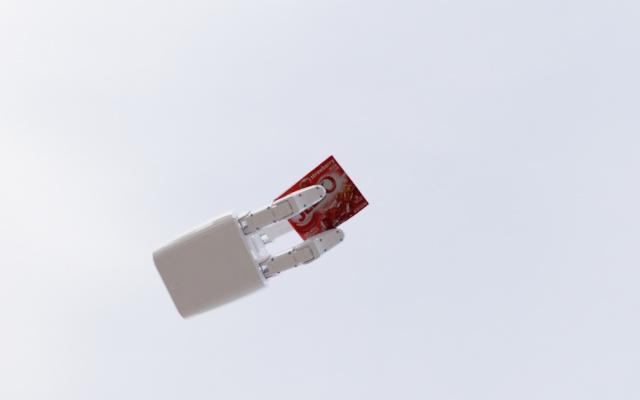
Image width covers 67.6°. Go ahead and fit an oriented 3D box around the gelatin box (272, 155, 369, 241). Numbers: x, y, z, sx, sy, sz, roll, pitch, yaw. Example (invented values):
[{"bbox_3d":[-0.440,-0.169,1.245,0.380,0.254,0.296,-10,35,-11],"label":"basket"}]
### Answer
[{"bbox_3d":[0.000,0.002,0.560,0.089,0.073,0.030,-38,5,-1],"label":"gelatin box"}]
